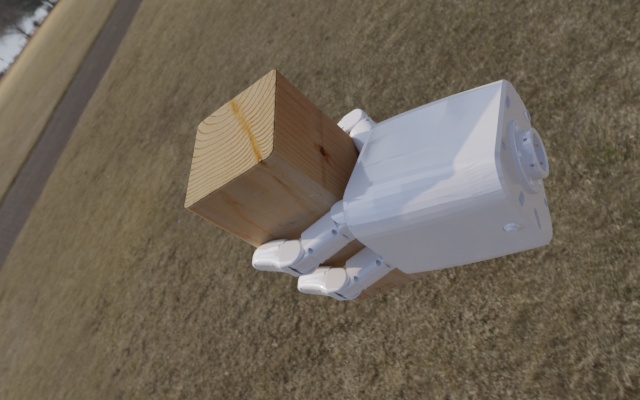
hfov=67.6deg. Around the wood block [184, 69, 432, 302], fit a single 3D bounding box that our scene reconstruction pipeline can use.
[{"bbox_3d":[0.000,0.001,0.408,0.090,0.090,0.206,-28,-45,29],"label":"wood block"}]
